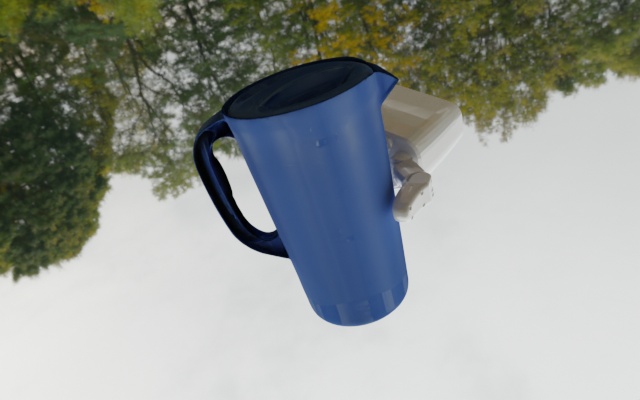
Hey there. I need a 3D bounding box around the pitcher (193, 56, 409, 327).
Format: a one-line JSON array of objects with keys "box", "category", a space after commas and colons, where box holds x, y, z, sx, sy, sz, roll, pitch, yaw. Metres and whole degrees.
[{"box": [0.000, 0.001, 0.454, 0.149, 0.243, 0.145, 9, 38, 40], "category": "pitcher"}]
